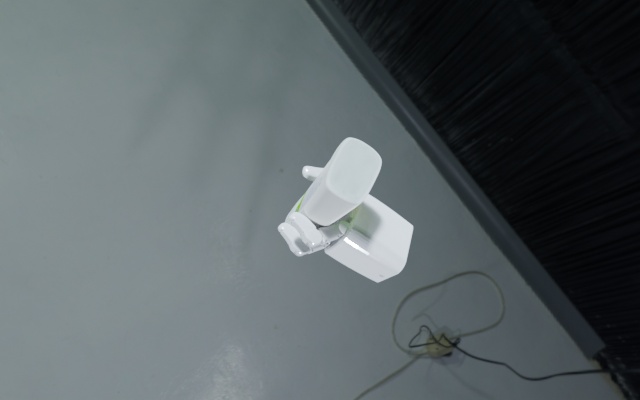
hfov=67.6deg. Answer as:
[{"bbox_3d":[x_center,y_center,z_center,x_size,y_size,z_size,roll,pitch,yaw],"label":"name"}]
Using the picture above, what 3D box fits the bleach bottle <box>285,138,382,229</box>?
[{"bbox_3d":[0.000,0.003,0.753,0.068,0.102,0.251,33,-29,-8],"label":"bleach bottle"}]
